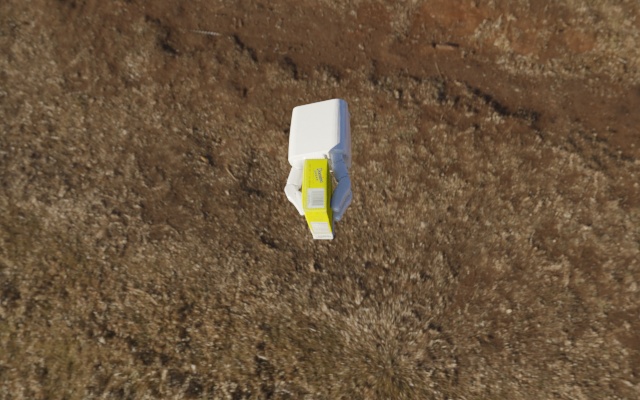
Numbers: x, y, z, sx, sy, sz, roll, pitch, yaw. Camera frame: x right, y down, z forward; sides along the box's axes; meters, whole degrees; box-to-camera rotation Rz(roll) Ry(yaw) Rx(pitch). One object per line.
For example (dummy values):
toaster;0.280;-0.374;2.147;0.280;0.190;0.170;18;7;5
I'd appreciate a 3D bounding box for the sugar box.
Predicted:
sugar box;0.001;0.003;0.850;0.048;0.093;0.176;-1;-19;8
